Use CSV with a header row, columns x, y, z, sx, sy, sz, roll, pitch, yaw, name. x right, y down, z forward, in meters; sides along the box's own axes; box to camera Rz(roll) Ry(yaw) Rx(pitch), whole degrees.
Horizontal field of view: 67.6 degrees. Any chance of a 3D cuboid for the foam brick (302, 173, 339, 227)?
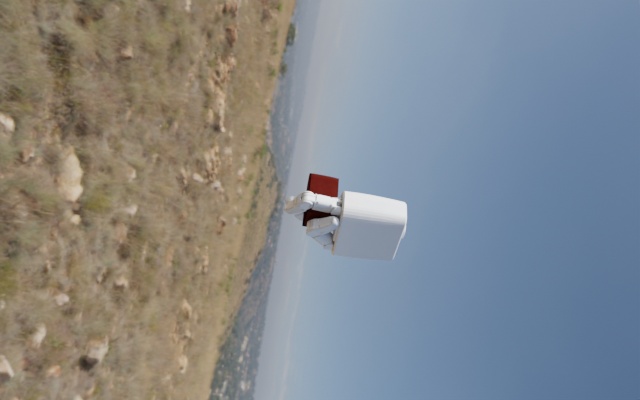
x,y,z,sx,sy,sz,roll,pitch,yaw,name
0.000,0.002,0.806,0.051,0.078,0.053,8,-33,-4,foam brick
